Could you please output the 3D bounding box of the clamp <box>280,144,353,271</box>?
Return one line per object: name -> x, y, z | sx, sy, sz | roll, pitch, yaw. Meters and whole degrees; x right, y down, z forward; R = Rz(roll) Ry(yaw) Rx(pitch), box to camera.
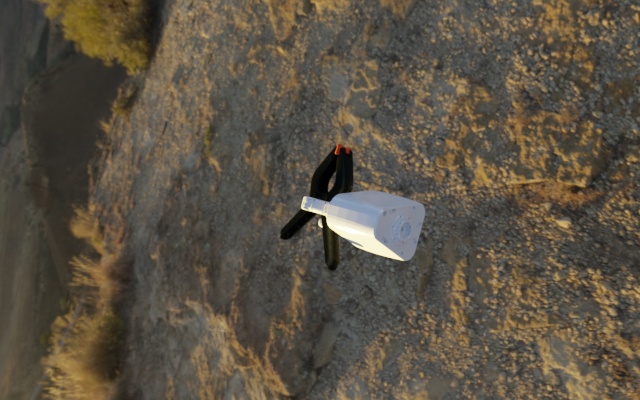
clamp -> 0.000, 0.002, 0.846 | 0.036, 0.210, 0.164 | 17, -1, -41
